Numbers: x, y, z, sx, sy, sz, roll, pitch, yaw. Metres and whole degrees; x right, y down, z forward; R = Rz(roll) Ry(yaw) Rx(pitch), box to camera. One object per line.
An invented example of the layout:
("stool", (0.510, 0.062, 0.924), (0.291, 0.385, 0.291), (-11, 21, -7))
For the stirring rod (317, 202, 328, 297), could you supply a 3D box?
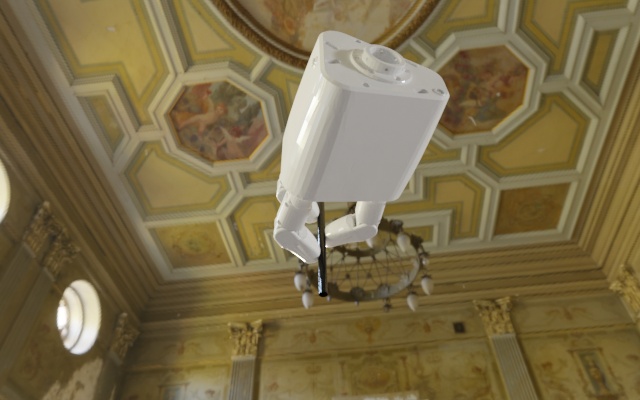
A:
("stirring rod", (0.000, 0.002, 0.507), (0.011, 0.011, 0.239), (0, 42, -2))
